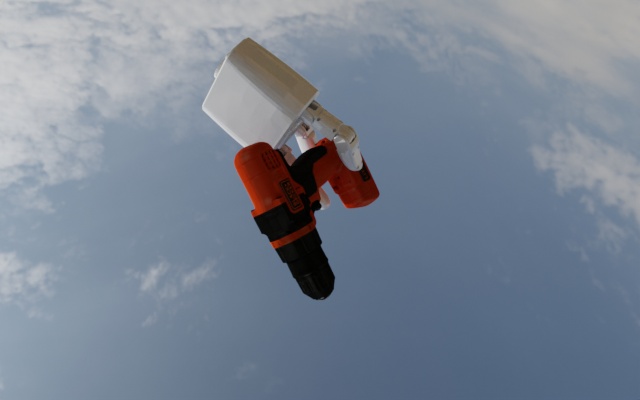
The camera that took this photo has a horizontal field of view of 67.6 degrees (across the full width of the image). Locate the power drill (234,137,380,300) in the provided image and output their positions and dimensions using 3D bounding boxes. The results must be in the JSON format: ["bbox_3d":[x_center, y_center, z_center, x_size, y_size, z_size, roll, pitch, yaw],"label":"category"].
[{"bbox_3d":[0.000,0.001,0.568,0.057,0.184,0.187,-22,6,36],"label":"power drill"}]
